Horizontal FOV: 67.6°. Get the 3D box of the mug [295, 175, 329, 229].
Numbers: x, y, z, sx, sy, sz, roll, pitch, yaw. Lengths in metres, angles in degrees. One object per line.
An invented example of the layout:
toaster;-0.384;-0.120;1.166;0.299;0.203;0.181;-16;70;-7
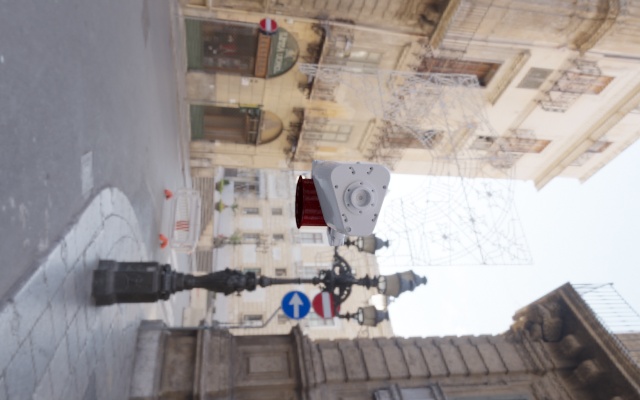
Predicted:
mug;0.000;0.003;0.835;0.081;0.093;0.117;2;6;-11
